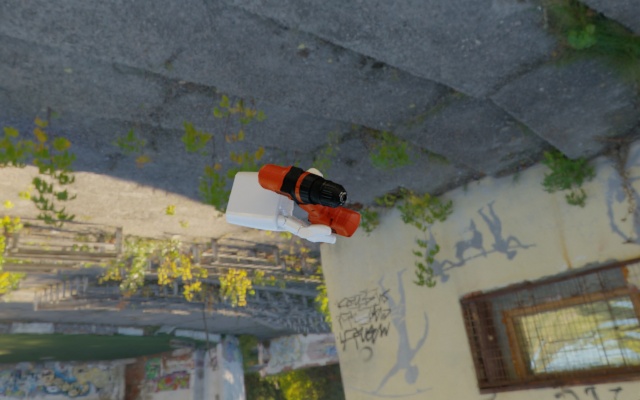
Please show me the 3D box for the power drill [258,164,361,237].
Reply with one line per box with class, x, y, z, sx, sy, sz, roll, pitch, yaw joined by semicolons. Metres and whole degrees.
power drill;0.000;0.003;0.857;0.184;0.057;0.188;19;-15;37
